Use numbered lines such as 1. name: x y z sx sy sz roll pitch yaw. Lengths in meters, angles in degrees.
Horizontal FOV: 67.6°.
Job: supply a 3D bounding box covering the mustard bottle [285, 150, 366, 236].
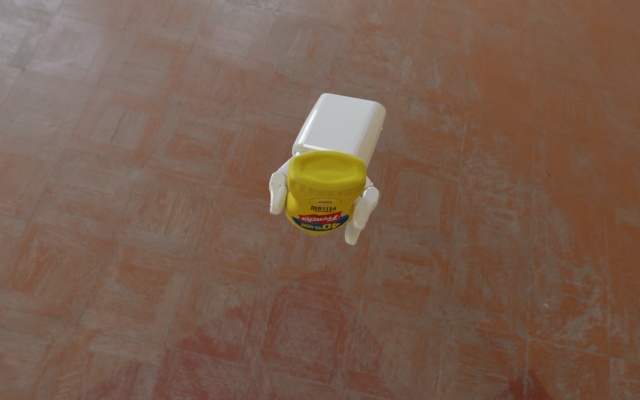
1. mustard bottle: 0.000 0.002 0.658 0.096 0.058 0.192 1 -25 -6
